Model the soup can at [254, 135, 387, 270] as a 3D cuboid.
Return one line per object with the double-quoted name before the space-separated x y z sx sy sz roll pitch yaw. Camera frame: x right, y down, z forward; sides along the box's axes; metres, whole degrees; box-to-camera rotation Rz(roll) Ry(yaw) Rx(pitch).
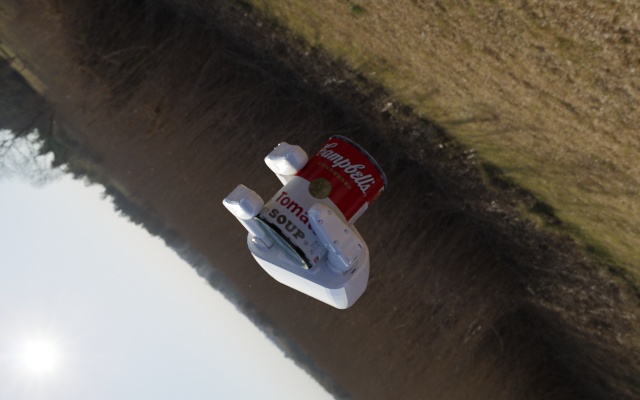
"soup can" 0.000 0.001 0.418 0.068 0.102 0.068 41 -14 13
